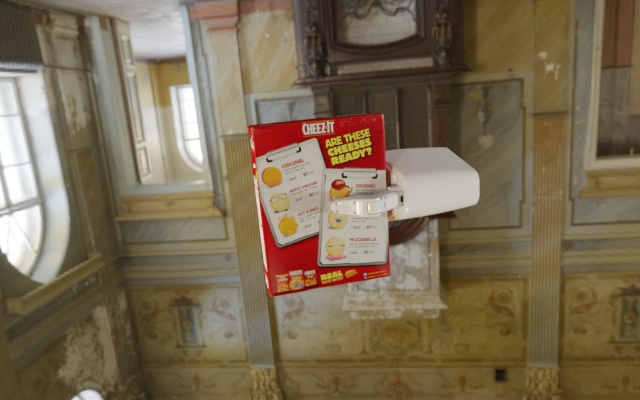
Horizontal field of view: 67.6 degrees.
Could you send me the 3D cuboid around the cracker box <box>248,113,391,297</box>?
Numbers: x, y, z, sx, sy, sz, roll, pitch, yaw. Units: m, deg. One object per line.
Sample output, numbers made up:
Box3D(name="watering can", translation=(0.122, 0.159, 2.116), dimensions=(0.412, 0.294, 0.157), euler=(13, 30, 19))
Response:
Box3D(name="cracker box", translation=(0.000, 0.002, 0.617), dimensions=(0.164, 0.214, 0.072), euler=(-8, 13, -13))
